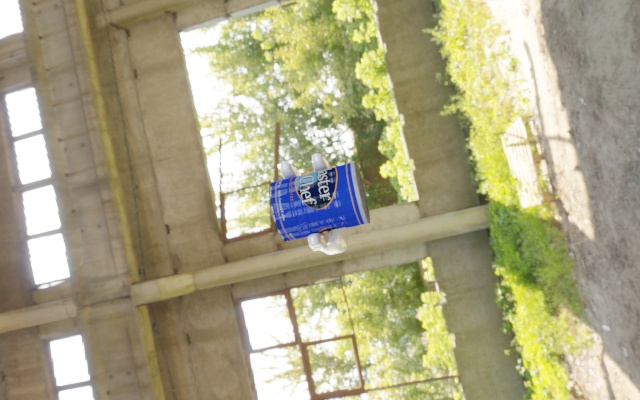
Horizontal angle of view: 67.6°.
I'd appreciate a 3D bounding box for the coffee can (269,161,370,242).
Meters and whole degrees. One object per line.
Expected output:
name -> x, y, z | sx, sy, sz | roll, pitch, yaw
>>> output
coffee can -> 0.000, 0.002, 0.770 | 0.140, 0.103, 0.103 | -13, -2, 10
